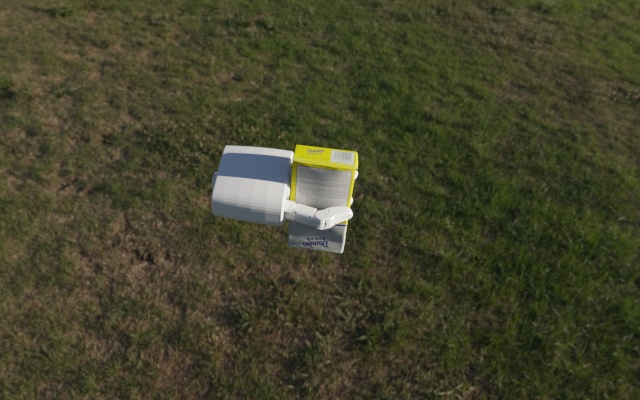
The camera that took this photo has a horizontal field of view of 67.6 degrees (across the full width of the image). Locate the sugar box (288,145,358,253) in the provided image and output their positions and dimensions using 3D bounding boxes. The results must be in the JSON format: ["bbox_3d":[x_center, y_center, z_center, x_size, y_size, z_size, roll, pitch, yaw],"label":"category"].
[{"bbox_3d":[0.000,0.002,0.733,0.093,0.176,0.048,8,43,0],"label":"sugar box"}]
